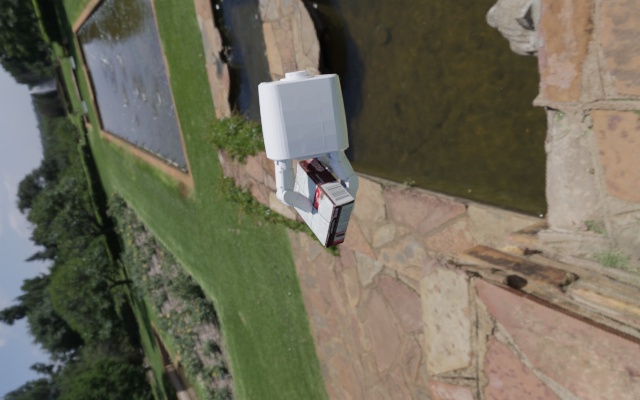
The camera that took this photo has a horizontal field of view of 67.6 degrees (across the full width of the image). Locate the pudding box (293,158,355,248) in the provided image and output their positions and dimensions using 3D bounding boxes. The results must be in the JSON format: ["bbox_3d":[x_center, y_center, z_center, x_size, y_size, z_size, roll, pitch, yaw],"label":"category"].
[{"bbox_3d":[0.000,0.002,0.734,0.039,0.090,0.113,-15,47,-27],"label":"pudding box"}]
